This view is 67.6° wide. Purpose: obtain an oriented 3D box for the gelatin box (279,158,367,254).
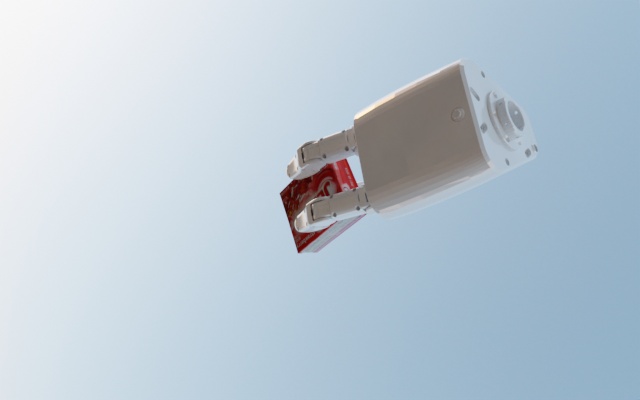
[{"bbox_3d":[0.000,0.002,0.480,0.030,0.073,0.089,3,-33,-40],"label":"gelatin box"}]
